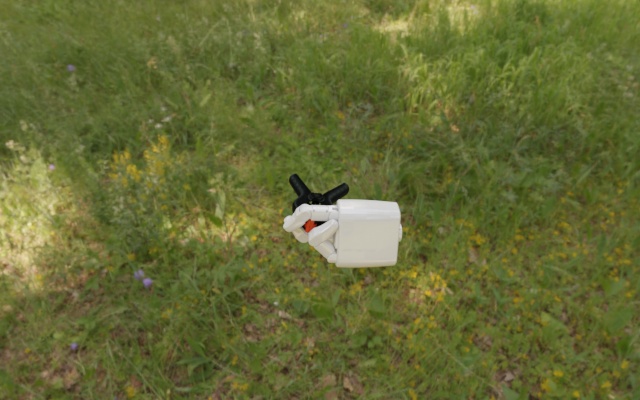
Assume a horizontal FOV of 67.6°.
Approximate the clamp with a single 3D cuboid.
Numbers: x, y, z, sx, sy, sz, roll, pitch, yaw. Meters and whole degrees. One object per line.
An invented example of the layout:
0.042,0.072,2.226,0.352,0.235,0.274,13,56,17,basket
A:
0.000,0.003,0.896,0.120,0.039,0.171,1,35,-4,clamp
